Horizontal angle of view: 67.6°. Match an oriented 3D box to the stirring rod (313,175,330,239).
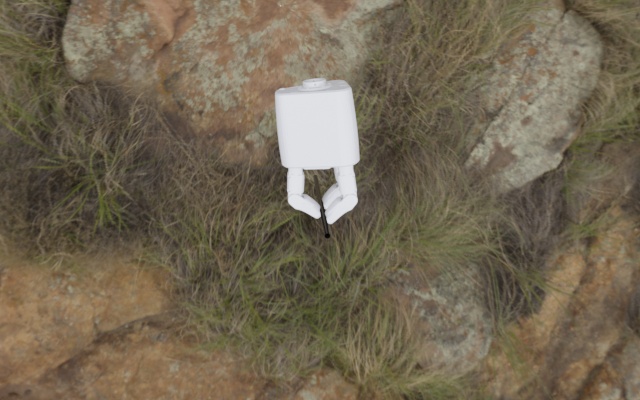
[{"bbox_3d":[0.000,0.002,0.752,0.011,0.011,0.239,0,22,-5],"label":"stirring rod"}]
